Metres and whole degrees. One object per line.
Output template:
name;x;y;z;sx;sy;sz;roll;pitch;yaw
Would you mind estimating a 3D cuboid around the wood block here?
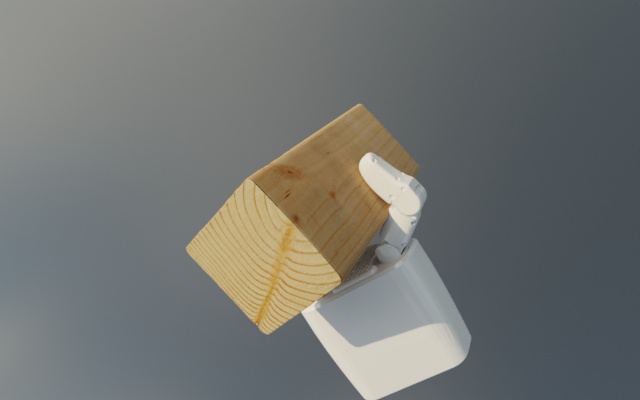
wood block;0.000;0.002;0.404;0.091;0.090;0.206;-42;1;34
